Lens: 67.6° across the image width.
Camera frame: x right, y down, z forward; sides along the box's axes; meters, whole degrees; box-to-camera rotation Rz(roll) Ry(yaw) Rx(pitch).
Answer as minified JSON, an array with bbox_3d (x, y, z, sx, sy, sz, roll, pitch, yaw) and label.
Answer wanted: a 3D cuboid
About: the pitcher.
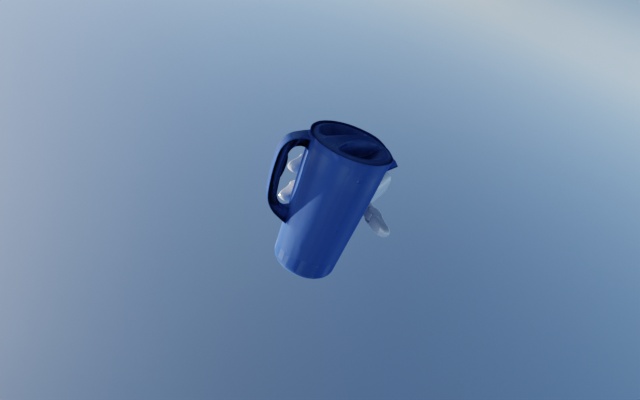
[{"bbox_3d":[0.000,0.002,0.760,0.149,0.243,0.145,33,31,19],"label":"pitcher"}]
